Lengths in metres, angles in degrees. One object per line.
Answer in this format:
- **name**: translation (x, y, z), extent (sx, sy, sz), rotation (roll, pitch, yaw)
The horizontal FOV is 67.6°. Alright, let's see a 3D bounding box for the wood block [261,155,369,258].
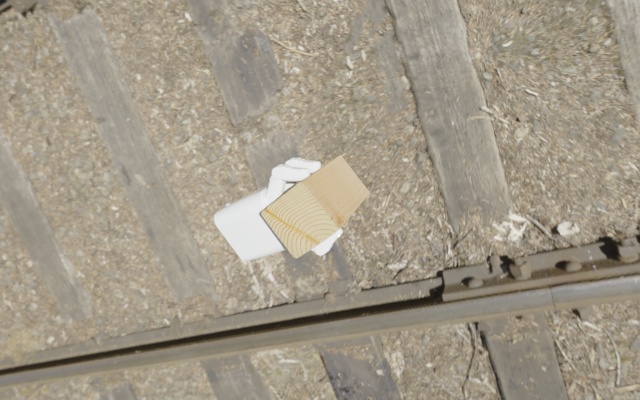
- **wood block**: translation (0.000, 0.003, 0.789), extent (0.090, 0.091, 0.206), rotation (-36, 2, 24)
